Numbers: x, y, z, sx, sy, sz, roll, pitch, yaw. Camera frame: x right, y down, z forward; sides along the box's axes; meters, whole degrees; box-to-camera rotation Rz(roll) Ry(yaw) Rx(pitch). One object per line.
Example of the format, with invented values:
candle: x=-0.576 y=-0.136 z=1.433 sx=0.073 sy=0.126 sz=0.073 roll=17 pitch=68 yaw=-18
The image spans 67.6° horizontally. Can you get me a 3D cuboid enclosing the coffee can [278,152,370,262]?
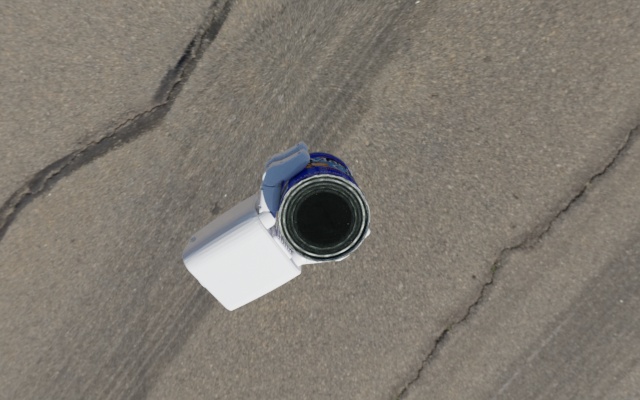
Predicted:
coffee can: x=0.000 y=0.002 z=0.591 sx=0.103 sy=0.103 sz=0.140 roll=0 pitch=16 yaw=-4
